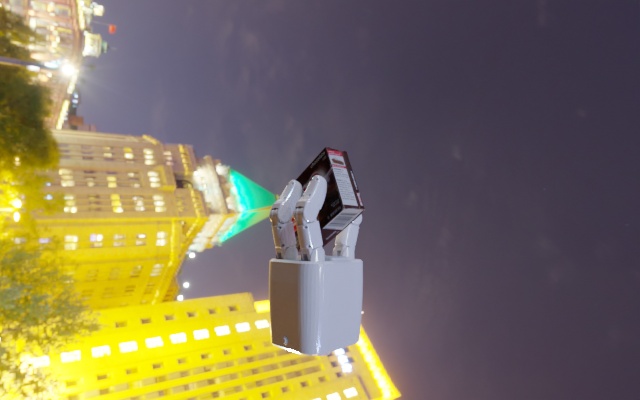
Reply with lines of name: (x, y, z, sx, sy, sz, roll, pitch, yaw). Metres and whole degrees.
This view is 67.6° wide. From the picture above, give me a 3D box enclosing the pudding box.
pudding box: (0.000, 0.002, 0.603, 0.039, 0.090, 0.113, 8, -36, -37)
